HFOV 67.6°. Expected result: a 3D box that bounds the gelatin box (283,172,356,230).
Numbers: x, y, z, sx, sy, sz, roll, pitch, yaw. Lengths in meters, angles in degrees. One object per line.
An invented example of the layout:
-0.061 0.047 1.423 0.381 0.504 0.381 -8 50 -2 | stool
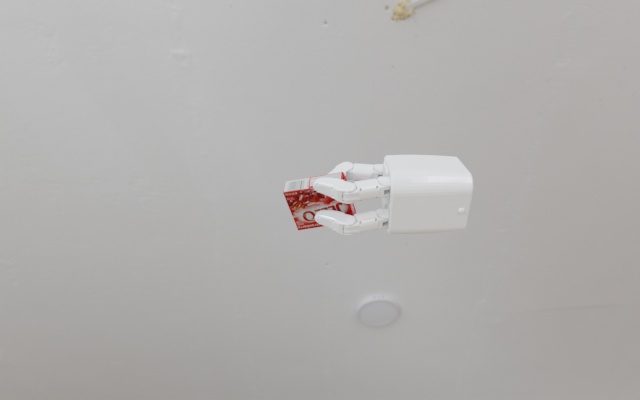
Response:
0.000 0.002 0.679 0.089 0.073 0.030 -9 38 14 | gelatin box
